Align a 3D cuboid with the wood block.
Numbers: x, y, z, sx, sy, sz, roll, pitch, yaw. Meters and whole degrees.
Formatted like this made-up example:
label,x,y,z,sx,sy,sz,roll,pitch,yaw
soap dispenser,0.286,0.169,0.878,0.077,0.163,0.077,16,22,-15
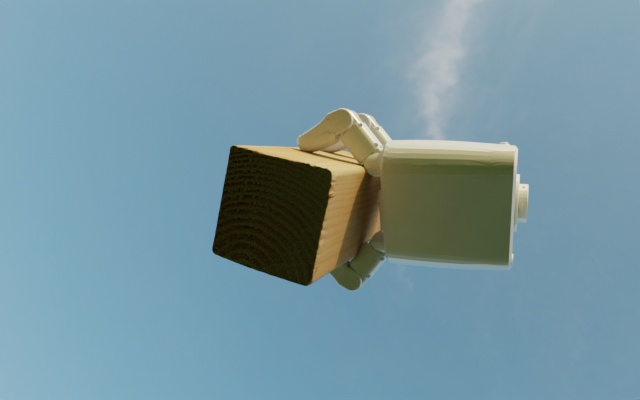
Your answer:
label,x,y,z,sx,sy,sz,roll,pitch,yaw
wood block,0.000,0.002,0.450,0.090,0.091,0.206,15,11,21
